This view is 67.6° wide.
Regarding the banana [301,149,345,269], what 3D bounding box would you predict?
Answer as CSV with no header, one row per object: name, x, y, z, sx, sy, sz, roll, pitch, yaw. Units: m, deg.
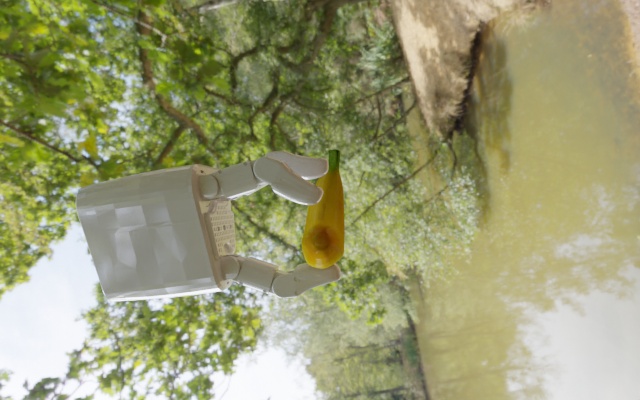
banana,0.003,0.017,0.433,0.037,0.070,0.197,-5,25,5
